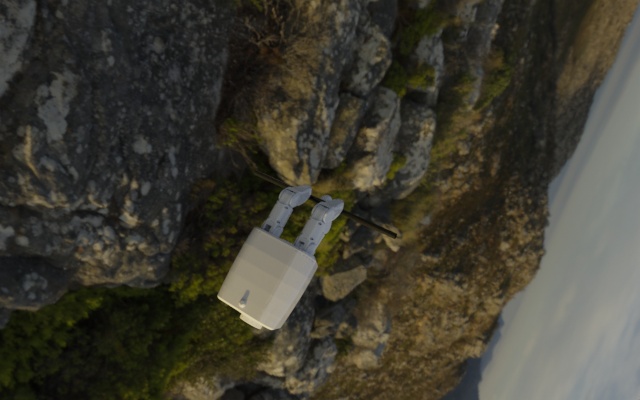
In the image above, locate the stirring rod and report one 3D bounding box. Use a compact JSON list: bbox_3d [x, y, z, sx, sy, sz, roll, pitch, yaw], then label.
[{"bbox_3d":[0.000,0.002,0.681,0.239,0.011,0.011,24,11,24],"label":"stirring rod"}]
